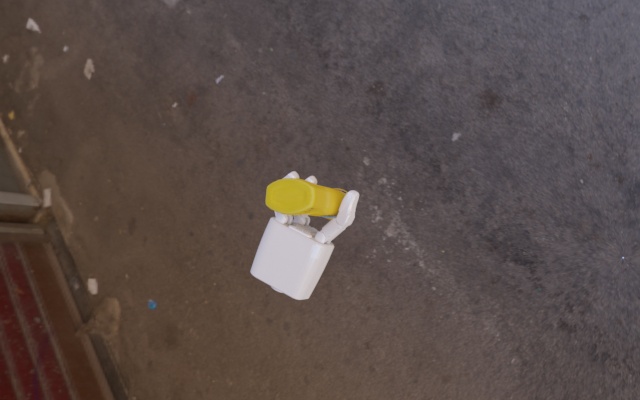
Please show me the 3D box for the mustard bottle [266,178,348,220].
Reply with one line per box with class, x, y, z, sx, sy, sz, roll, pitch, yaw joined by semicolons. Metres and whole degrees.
mustard bottle;0.000;0.002;0.814;0.096;0.058;0.191;0;-6;32
